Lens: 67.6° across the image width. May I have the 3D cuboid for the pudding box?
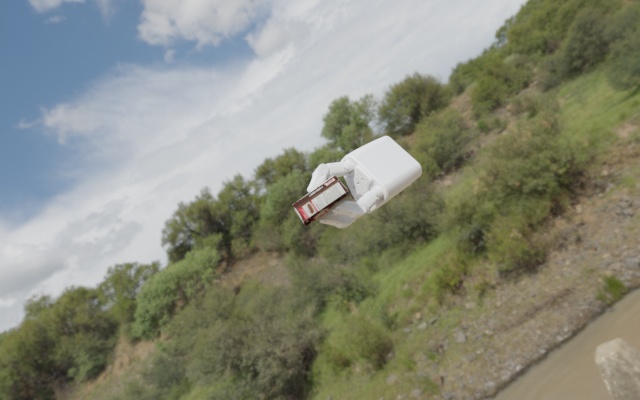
[{"bbox_3d":[0.000,0.003,0.821,0.090,0.039,0.113,-35,-7,-3],"label":"pudding box"}]
